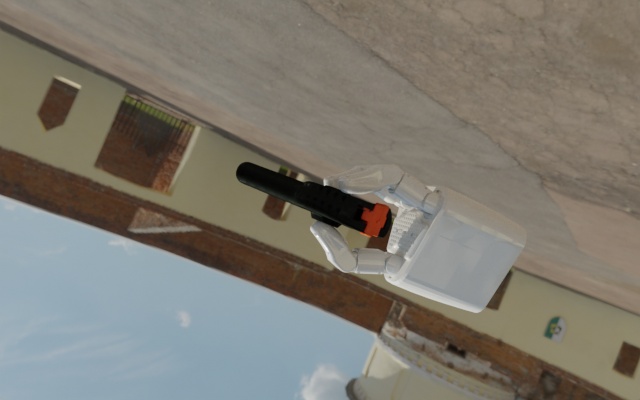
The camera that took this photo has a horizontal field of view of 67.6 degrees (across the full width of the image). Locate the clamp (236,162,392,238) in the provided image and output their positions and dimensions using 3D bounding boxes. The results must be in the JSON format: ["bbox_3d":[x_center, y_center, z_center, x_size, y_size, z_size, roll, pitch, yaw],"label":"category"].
[{"bbox_3d":[0.000,0.002,0.472,0.164,0.036,0.210,22,-2,-15],"label":"clamp"}]
